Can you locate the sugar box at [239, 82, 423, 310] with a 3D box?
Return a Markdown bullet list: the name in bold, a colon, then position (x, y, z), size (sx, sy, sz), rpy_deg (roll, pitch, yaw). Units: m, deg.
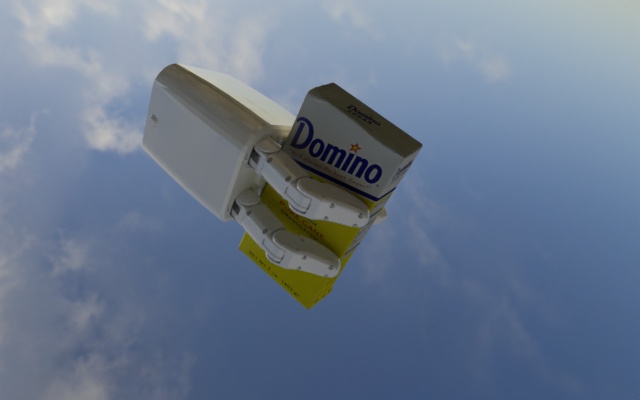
- **sugar box**: position (0.000, 0.002, 0.405), size (0.093, 0.176, 0.048), rpy_deg (38, 37, 16)
